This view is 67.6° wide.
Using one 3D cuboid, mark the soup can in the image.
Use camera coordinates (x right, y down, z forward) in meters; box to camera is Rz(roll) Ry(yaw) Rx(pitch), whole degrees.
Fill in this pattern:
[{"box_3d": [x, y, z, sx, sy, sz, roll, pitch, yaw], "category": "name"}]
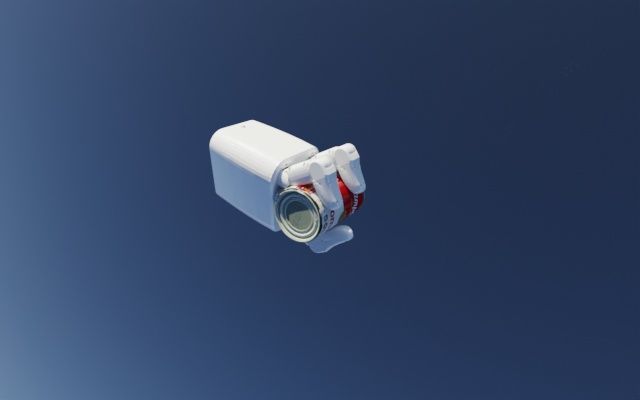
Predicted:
[{"box_3d": [0.000, 0.002, 0.581, 0.068, 0.068, 0.102, 0, 19, 35], "category": "soup can"}]
